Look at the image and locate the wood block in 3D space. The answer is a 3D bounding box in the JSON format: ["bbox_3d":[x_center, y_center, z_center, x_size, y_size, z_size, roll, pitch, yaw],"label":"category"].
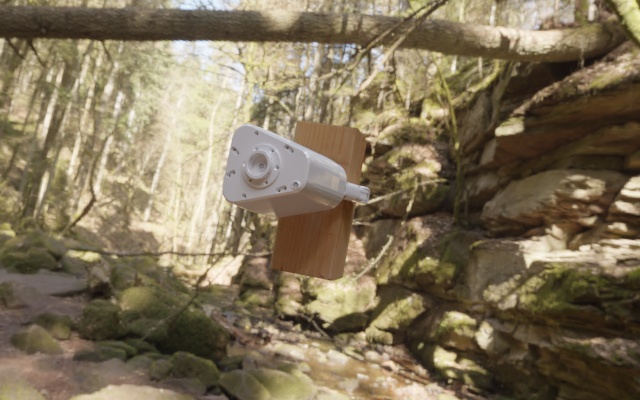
[{"bbox_3d":[0.000,0.002,0.680,0.091,0.206,0.090,10,-4,14],"label":"wood block"}]
